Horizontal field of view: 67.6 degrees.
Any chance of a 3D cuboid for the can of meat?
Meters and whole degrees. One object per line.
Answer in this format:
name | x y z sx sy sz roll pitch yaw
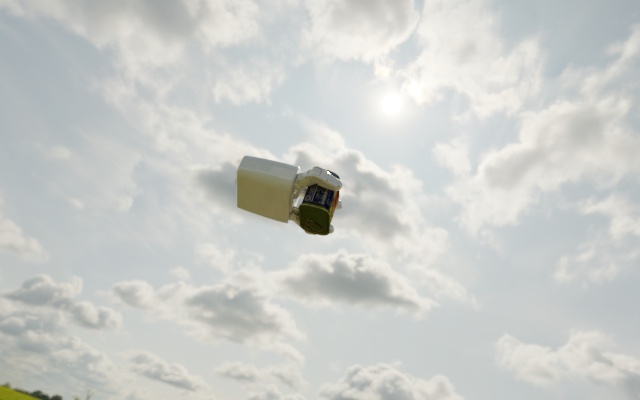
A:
can of meat | 0.000 0.003 0.872 0.057 0.084 0.102 14 -30 8
